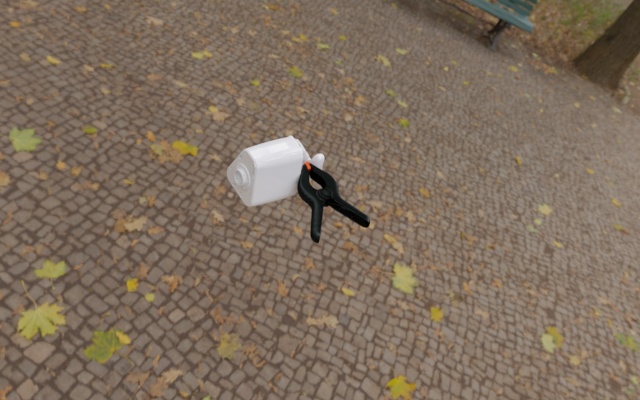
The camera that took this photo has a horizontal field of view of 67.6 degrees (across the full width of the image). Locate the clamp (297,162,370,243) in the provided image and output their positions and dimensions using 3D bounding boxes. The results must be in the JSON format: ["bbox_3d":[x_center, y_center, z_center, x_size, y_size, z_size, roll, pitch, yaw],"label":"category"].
[{"bbox_3d":[0.000,0.002,0.882,0.120,0.171,0.039,-21,-31,-36],"label":"clamp"}]
